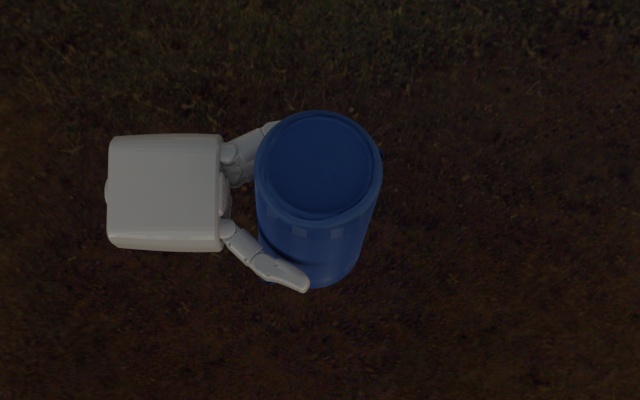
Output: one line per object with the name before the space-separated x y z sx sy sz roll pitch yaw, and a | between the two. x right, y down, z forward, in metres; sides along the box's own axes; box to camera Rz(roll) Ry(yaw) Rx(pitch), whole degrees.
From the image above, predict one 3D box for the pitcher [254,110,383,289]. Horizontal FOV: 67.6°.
pitcher | 0.000 0.002 0.503 0.145 0.149 0.243 2 -19 -3
